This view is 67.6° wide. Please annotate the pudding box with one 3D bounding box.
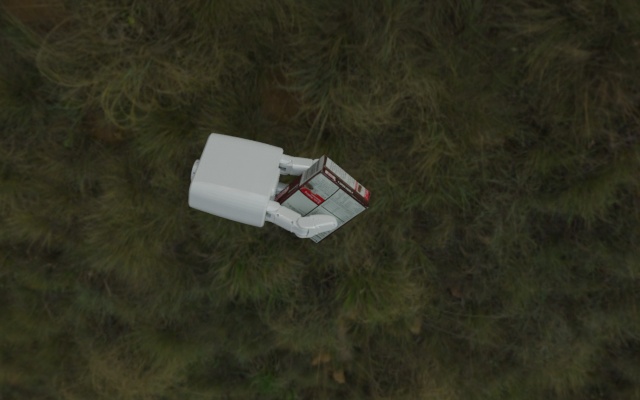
[{"bbox_3d":[0.000,0.002,0.672,0.090,0.039,0.113,37,-51,-21],"label":"pudding box"}]
